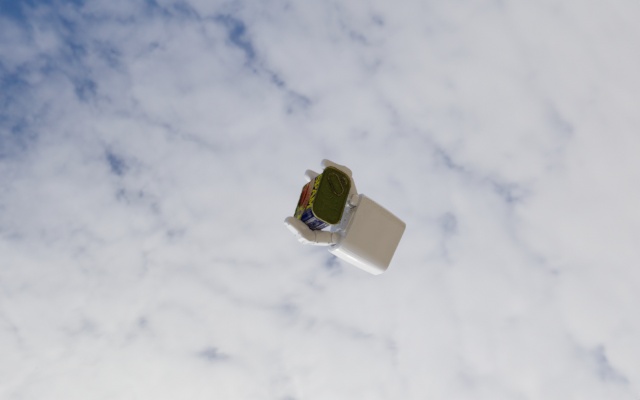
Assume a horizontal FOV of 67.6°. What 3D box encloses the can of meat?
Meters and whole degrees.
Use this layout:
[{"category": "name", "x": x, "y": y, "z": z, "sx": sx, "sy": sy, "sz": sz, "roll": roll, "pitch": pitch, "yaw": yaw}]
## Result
[{"category": "can of meat", "x": 0.000, "y": 0.003, "z": 0.828, "sx": 0.057, "sy": 0.102, "sz": 0.084, "roll": 28, "pitch": -29, "yaw": -19}]
